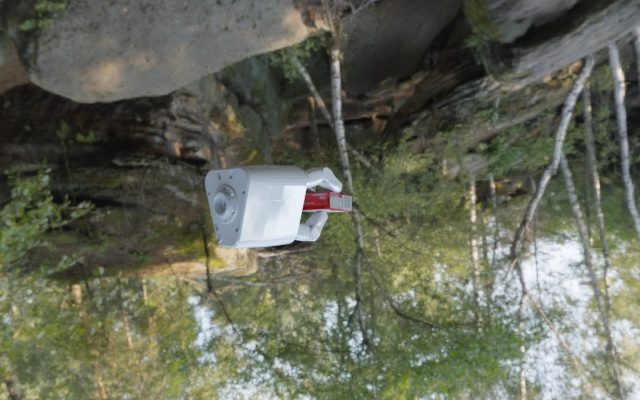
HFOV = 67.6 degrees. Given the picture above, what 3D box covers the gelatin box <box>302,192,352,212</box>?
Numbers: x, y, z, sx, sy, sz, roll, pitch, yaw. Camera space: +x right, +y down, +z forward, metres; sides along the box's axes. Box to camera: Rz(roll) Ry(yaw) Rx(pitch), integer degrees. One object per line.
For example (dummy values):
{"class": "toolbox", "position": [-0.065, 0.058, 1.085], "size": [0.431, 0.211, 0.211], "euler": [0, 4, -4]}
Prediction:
{"class": "gelatin box", "position": [0.000, 0.003, 0.766], "size": [0.073, 0.030, 0.089], "euler": [-1, -4, 27]}
